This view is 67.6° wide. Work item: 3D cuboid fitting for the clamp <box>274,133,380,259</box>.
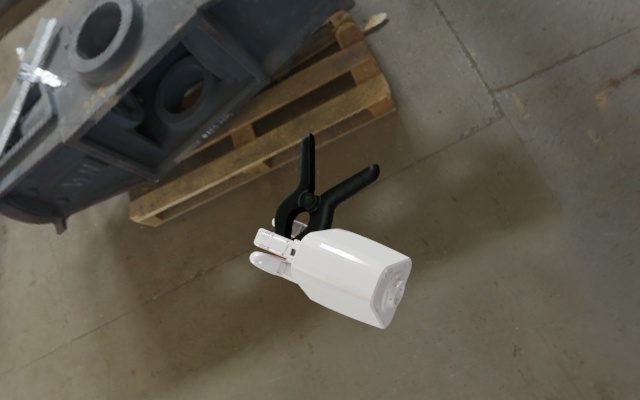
[{"bbox_3d":[0.000,0.002,0.623,0.120,0.171,0.039,18,-6,30],"label":"clamp"}]
